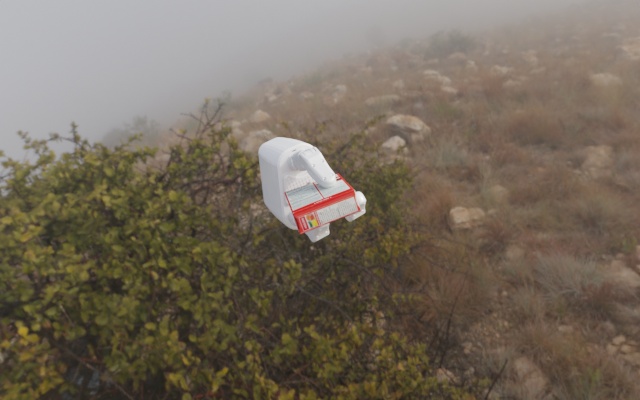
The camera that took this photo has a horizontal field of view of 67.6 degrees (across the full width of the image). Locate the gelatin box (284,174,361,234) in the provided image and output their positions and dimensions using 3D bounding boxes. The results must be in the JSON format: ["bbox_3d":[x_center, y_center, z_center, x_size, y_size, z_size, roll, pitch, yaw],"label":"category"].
[{"bbox_3d":[0.000,0.002,0.559,0.073,0.030,0.089,-21,18,-4],"label":"gelatin box"}]
